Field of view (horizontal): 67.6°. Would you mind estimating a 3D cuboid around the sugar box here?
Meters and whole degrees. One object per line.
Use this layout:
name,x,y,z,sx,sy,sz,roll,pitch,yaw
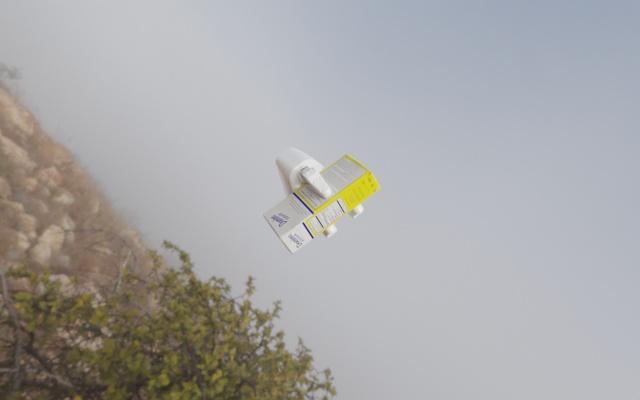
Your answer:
sugar box,0.000,0.003,0.770,0.176,0.048,0.093,-38,32,-5
